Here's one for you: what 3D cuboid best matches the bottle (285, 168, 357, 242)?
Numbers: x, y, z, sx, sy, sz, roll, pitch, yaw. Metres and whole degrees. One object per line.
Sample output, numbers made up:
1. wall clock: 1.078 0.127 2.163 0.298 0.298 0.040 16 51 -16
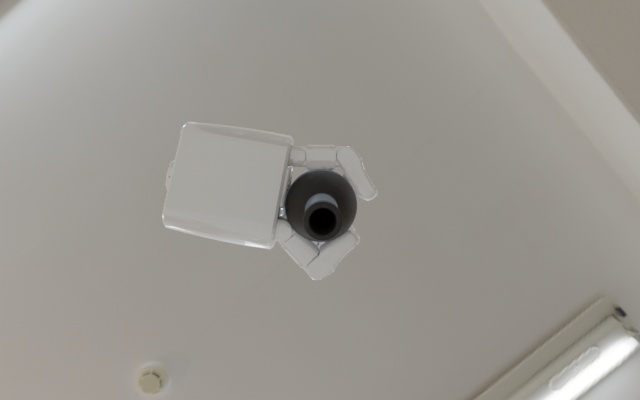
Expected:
1. bottle: 0.000 0.002 0.473 0.069 0.069 0.295 0 5 -1
